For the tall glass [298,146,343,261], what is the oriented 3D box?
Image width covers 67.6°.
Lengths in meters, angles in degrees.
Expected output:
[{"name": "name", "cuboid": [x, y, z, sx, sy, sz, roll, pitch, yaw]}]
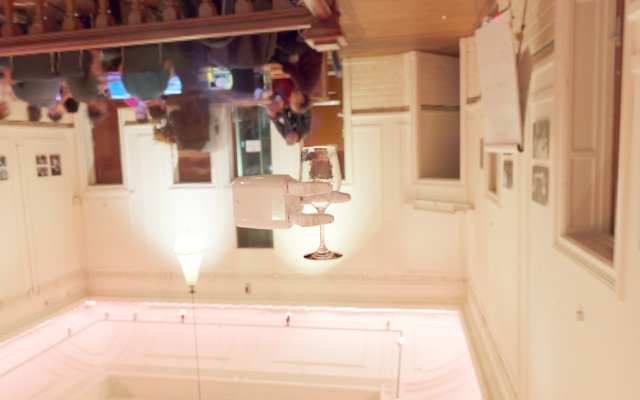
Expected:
[{"name": "tall glass", "cuboid": [0.000, 0.003, 0.862, 0.079, 0.201, 0.079, -2, 7, 0]}]
